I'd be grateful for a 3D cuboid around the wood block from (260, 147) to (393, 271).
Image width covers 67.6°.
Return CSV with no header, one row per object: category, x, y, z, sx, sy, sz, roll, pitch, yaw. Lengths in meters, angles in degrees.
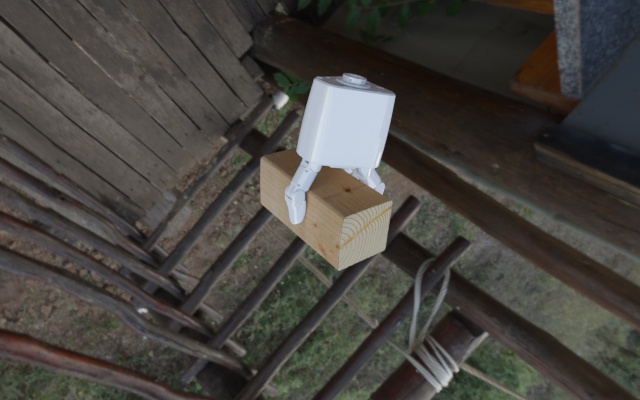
wood block,0.000,0.002,0.723,0.091,0.090,0.206,-18,37,-33
